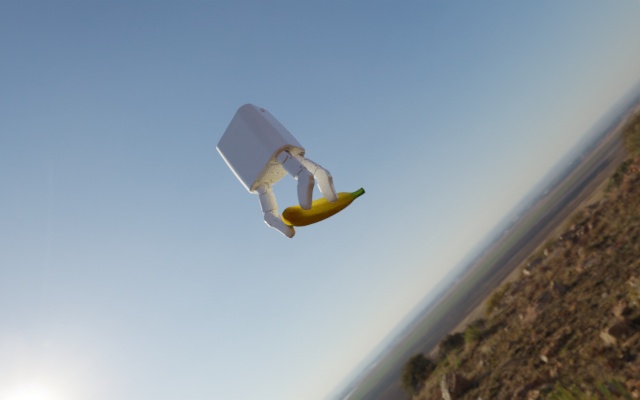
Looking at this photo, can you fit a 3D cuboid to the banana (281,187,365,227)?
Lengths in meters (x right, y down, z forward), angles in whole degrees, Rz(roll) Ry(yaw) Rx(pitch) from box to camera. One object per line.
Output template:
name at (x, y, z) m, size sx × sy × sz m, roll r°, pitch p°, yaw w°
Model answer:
banana at (-0.007, 0.013, 0.812) m, size 0.198 × 0.037 × 0.070 m, roll -20°, pitch -22°, yaw -46°
